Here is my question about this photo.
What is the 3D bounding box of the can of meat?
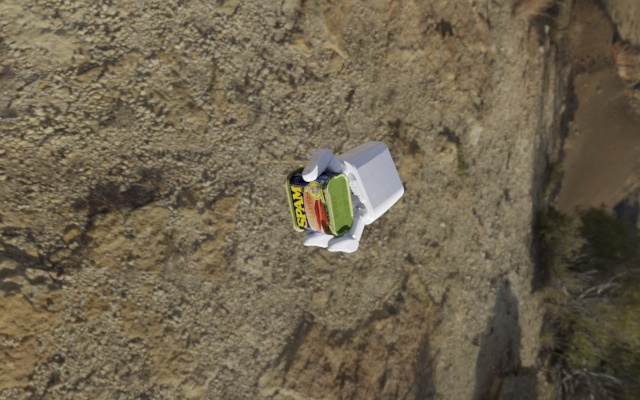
[{"bbox_3d":[0.000,0.002,0.739,0.084,0.102,0.057,8,27,39],"label":"can of meat"}]
